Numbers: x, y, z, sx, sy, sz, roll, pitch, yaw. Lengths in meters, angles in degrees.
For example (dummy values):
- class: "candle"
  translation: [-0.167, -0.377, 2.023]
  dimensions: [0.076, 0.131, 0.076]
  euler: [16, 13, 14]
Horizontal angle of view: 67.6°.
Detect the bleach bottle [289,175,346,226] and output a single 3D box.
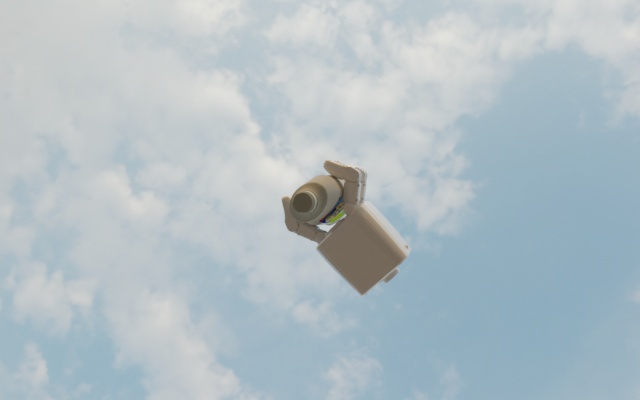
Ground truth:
- class: "bleach bottle"
  translation: [0.000, 0.002, 0.764]
  dimensions: [0.102, 0.068, 0.251]
  euler: [-44, -8, 12]
